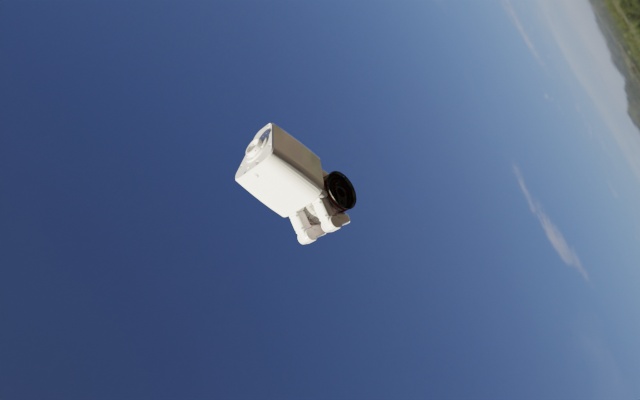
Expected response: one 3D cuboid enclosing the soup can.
[{"bbox_3d":[0.000,0.003,0.803,0.102,0.068,0.068,-29,-19,36],"label":"soup can"}]
